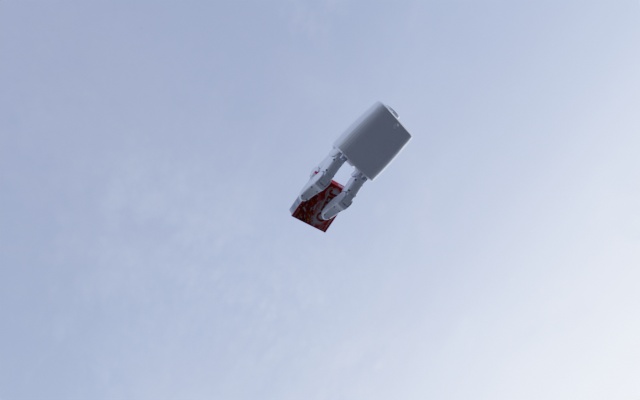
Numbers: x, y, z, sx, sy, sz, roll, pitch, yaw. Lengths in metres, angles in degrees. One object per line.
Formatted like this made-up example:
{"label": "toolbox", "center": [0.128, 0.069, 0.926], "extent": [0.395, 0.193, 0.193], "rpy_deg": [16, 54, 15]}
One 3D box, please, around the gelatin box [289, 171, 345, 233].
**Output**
{"label": "gelatin box", "center": [0.000, 0.003, 0.832], "extent": [0.073, 0.089, 0.030], "rpy_deg": [28, 17, -24]}
